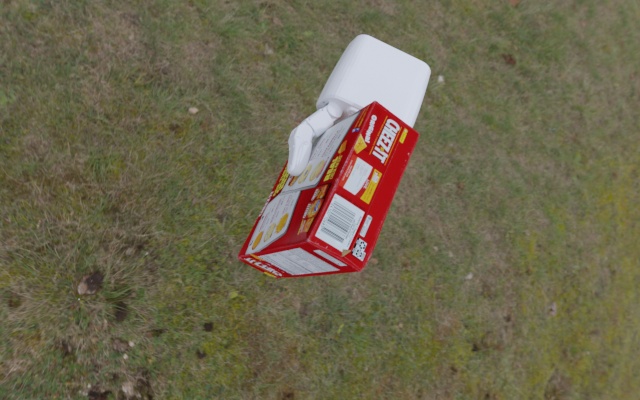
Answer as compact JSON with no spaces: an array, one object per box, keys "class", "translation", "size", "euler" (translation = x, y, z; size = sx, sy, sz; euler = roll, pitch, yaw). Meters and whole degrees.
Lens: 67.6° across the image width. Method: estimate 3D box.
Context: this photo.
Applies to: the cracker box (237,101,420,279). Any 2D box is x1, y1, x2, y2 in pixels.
[{"class":"cracker box","translation":[0.000,0.002,0.543],"size":[0.072,0.164,0.214],"euler":[32,-23,-17]}]
